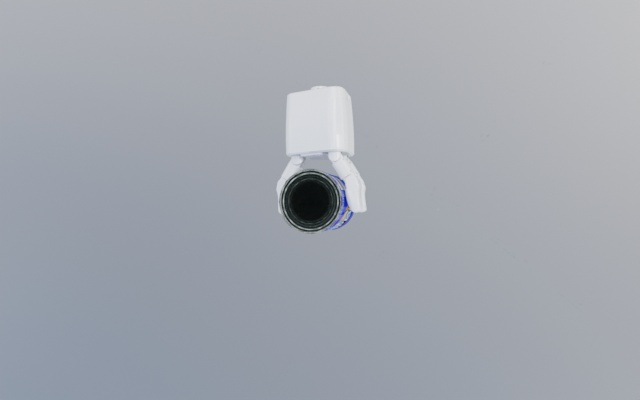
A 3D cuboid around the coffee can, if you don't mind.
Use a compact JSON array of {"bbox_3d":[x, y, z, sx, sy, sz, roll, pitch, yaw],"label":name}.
[{"bbox_3d":[0.000,0.003,0.814,0.103,0.103,0.140,0,-1,14],"label":"coffee can"}]
